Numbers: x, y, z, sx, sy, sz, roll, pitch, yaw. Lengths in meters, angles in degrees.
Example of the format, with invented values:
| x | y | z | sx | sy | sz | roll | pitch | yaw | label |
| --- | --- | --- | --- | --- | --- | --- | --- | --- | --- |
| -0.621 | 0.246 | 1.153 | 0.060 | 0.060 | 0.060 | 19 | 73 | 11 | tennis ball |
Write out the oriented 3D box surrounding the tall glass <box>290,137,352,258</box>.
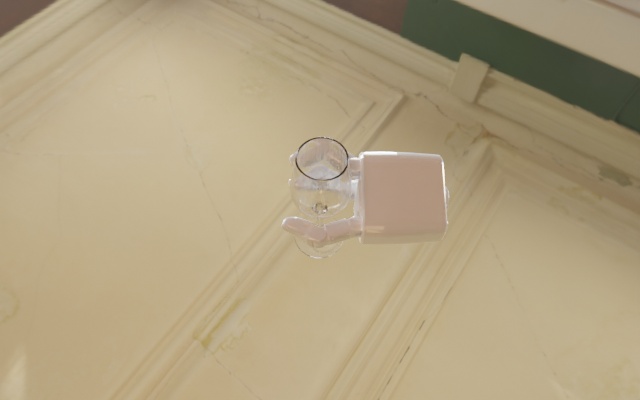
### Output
| x | y | z | sx | sy | sz | roll | pitch | yaw | label |
| --- | --- | --- | --- | --- | --- | --- | --- | --- | --- |
| 0.000 | 0.002 | 0.629 | 0.079 | 0.079 | 0.201 | 0 | -30 | -1 | tall glass |
